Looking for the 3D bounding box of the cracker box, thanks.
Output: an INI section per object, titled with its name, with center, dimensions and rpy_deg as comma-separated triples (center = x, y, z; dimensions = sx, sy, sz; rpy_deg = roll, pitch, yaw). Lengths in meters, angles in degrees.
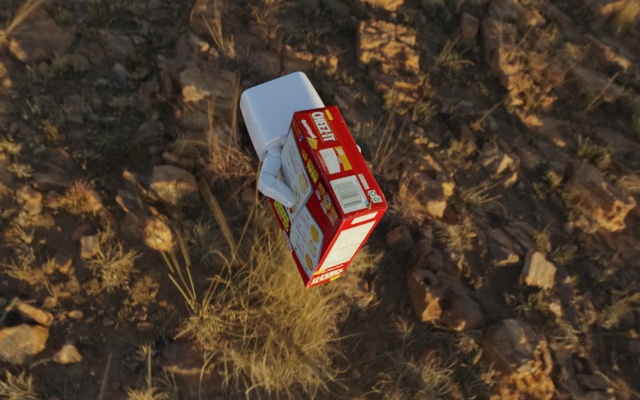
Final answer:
[cracker box]
center = 0.000, 0.002, 0.663
dimensions = 0.072, 0.164, 0.214
rpy_deg = -14, -26, -22
